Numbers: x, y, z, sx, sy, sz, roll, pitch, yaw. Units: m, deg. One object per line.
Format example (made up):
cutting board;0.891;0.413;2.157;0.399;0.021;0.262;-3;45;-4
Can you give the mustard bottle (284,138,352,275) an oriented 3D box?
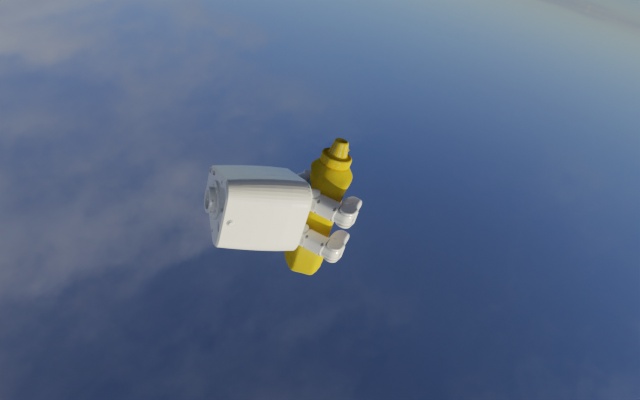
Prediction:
mustard bottle;0.000;0.002;0.659;0.058;0.192;0.096;16;29;-4
